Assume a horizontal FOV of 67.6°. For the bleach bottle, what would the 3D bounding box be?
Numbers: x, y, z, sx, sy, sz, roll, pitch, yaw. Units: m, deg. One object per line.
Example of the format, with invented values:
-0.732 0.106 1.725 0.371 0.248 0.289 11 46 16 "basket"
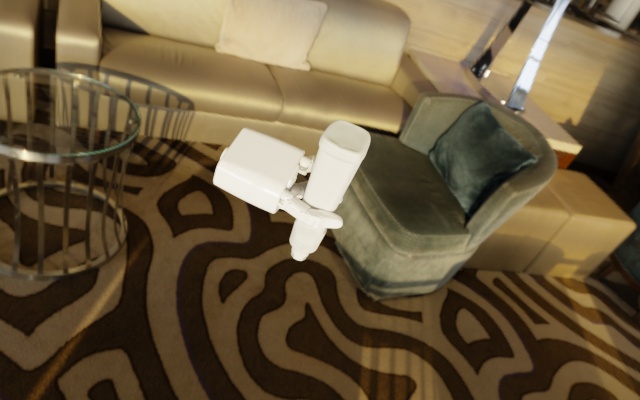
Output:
0.000 0.002 0.755 0.068 0.251 0.102 25 34 3 "bleach bottle"
